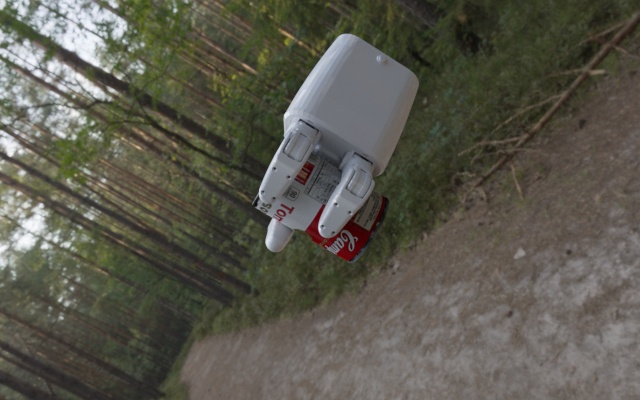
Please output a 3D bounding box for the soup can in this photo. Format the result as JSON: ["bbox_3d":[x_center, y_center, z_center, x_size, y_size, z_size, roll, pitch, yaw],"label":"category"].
[{"bbox_3d":[0.000,0.002,0.424,0.102,0.068,0.068,31,-4,-7],"label":"soup can"}]
